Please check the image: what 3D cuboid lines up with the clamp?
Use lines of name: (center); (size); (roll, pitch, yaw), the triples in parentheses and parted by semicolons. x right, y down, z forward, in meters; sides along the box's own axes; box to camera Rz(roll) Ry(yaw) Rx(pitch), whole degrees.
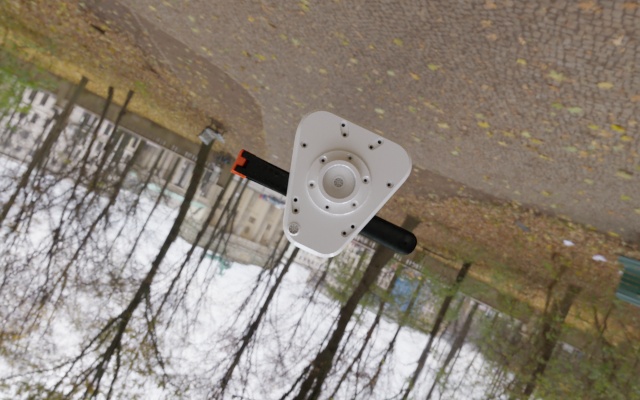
clamp: (-0.001, 0.002, 0.550); (0.210, 0.036, 0.164); (26, -2, 0)
